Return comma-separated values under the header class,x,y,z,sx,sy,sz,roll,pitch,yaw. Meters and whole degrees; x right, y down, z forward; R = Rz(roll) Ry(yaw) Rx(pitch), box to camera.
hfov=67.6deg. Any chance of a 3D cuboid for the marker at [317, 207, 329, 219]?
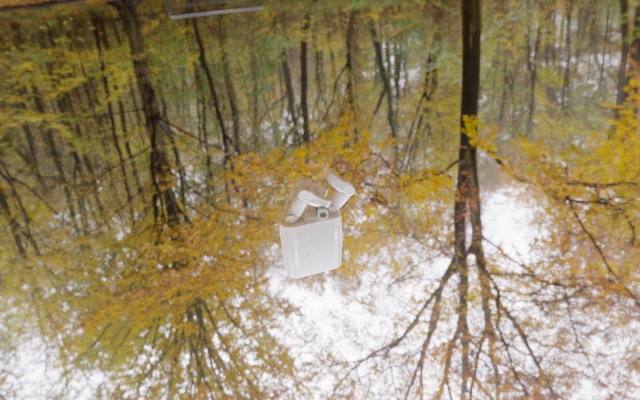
class,x,y,z,sx,sy,sz,roll,pitch,yaw
marker,0.000,0.003,0.869,0.020,0.020,0.121,0,20,-5
